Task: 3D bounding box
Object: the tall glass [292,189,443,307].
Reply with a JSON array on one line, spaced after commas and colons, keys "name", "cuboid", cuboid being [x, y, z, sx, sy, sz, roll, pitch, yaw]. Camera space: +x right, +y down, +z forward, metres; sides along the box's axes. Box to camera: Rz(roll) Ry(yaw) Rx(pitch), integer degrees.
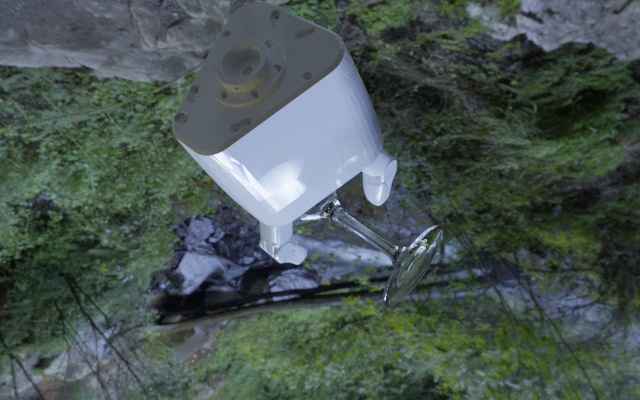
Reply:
[{"name": "tall glass", "cuboid": [0.001, 0.002, 0.413, 0.201, 0.079, 0.079, 34, 18, 28]}]
